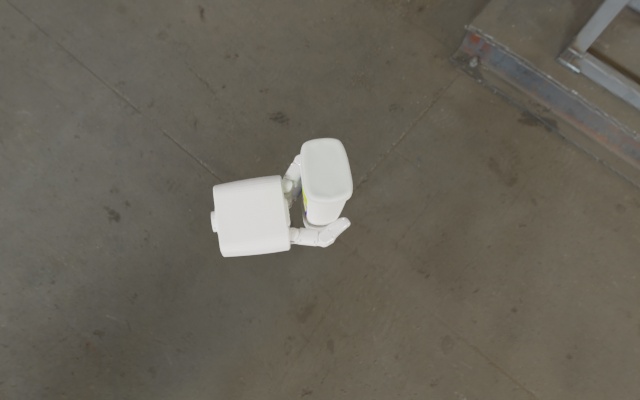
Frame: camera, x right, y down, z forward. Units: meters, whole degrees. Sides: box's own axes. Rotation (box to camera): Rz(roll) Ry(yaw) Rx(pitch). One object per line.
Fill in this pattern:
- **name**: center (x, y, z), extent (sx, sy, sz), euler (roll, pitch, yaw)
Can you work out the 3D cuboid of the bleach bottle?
- **bleach bottle**: center (0.000, 0.002, 0.765), extent (0.068, 0.102, 0.251), euler (-6, -22, -6)
